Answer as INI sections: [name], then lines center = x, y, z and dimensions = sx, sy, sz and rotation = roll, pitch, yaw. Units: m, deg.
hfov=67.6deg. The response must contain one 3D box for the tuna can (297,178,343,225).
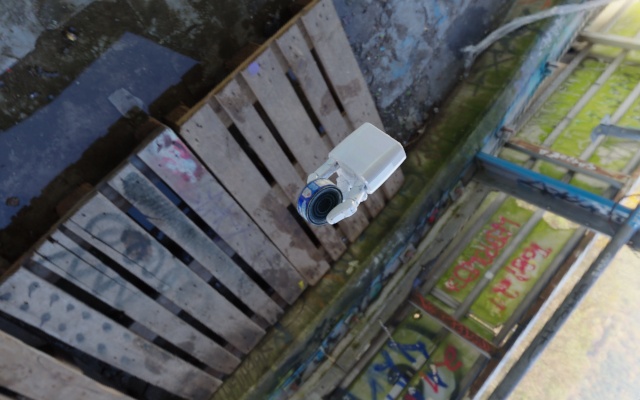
[tuna can]
center = 0.000, 0.003, 0.891
dimensions = 0.086, 0.086, 0.033
rotation = 0, 27, -40
